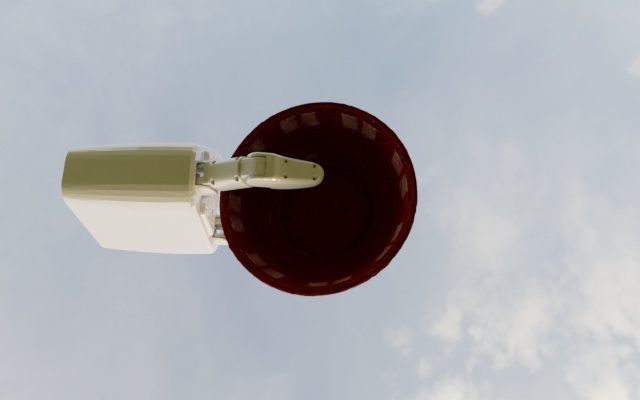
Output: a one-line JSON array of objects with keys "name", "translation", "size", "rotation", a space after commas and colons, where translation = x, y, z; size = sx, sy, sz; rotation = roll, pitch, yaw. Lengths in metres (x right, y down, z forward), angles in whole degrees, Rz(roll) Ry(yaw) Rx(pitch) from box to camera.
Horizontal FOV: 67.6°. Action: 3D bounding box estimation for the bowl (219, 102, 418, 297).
[{"name": "bowl", "translation": [0.001, 0.002, 0.403], "size": [0.162, 0.162, 0.055], "rotation": [0, -16, 11]}]
